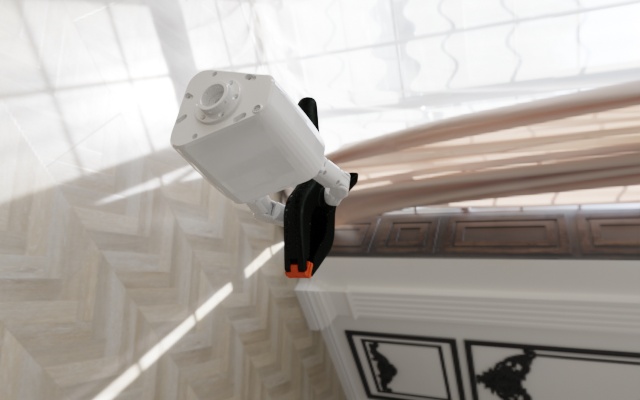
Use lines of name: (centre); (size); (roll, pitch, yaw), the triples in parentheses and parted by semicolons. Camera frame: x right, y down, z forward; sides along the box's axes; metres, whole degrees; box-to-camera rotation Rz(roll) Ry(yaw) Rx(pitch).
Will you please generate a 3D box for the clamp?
clamp: (0.001, 0.002, 0.588); (0.036, 0.210, 0.165); (-5, -29, 27)
